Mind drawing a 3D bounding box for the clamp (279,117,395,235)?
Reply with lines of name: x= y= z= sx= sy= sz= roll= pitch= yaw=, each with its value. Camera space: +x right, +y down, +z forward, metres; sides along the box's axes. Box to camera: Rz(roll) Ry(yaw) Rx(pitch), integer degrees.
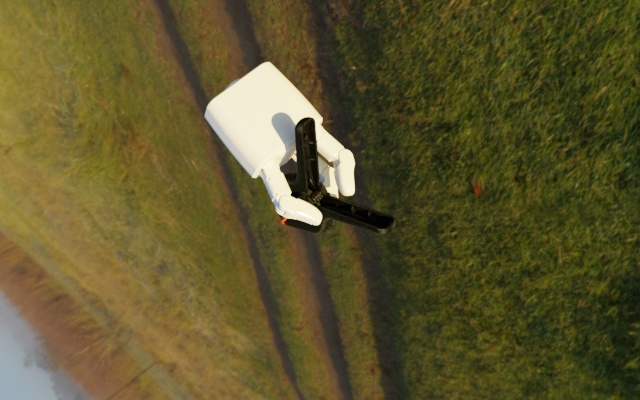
clamp: x=-0.001 y=0.003 z=0.622 sx=0.036 sy=0.164 sz=0.210 roll=-40 pitch=-3 yaw=-30
